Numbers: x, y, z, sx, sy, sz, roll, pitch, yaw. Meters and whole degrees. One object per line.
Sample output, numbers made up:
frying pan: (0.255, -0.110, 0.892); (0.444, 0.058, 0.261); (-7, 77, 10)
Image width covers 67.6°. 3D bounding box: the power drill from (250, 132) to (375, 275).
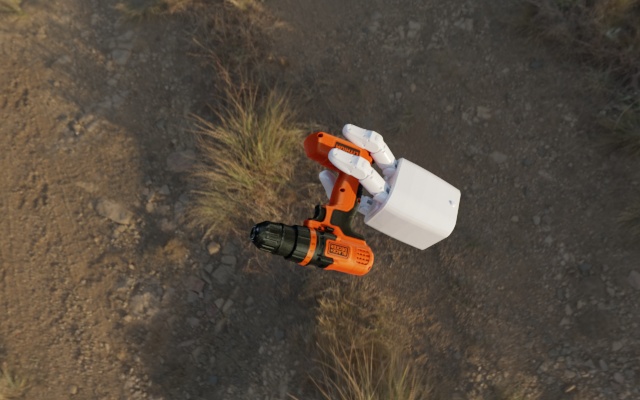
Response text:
power drill: (0.000, 0.002, 0.680); (0.184, 0.187, 0.057); (18, -17, -27)
